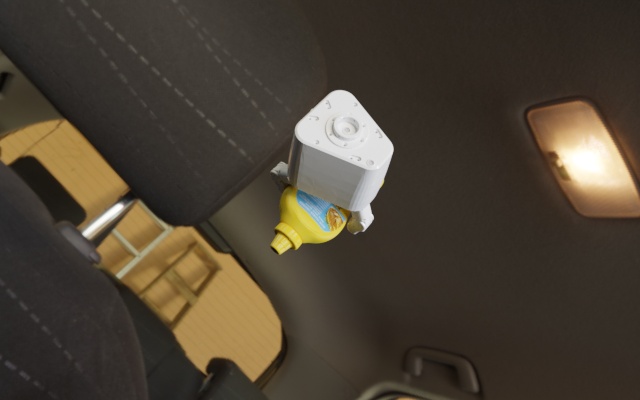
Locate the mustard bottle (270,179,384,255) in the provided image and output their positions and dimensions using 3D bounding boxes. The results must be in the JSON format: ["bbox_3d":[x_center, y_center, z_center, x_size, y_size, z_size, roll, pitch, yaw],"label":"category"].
[{"bbox_3d":[0.000,0.002,0.670,0.191,0.096,0.058,-47,11,-23],"label":"mustard bottle"}]
